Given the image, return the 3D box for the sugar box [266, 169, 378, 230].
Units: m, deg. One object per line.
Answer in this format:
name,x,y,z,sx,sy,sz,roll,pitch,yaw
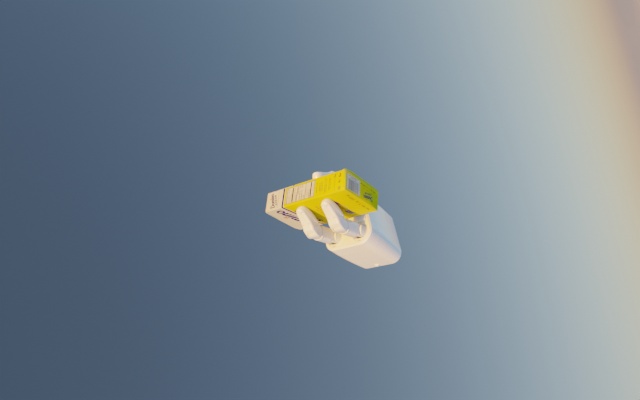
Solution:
sugar box,0.000,0.003,0.815,0.176,0.048,0.093,-19,-35,37
